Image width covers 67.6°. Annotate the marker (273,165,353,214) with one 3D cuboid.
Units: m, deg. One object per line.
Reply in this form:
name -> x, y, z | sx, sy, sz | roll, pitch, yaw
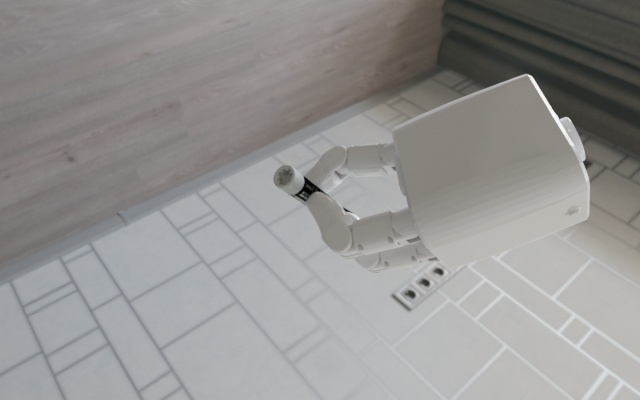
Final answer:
marker -> 0.000, 0.001, 0.403 | 0.020, 0.020, 0.121 | 0, -19, 29
